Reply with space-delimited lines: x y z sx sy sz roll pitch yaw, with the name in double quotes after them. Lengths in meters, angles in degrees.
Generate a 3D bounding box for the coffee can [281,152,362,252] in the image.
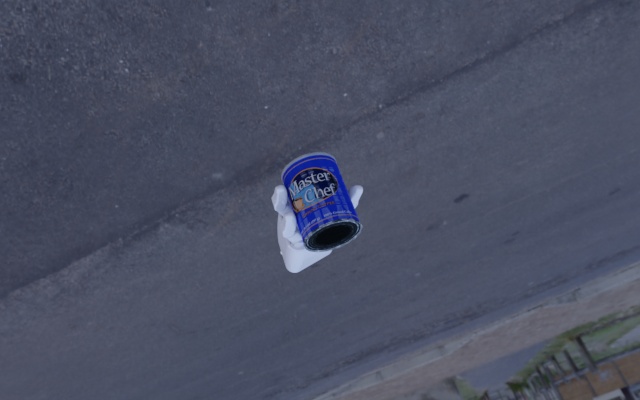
0.000 0.002 0.818 0.103 0.140 0.103 -15 -29 -9 "coffee can"
